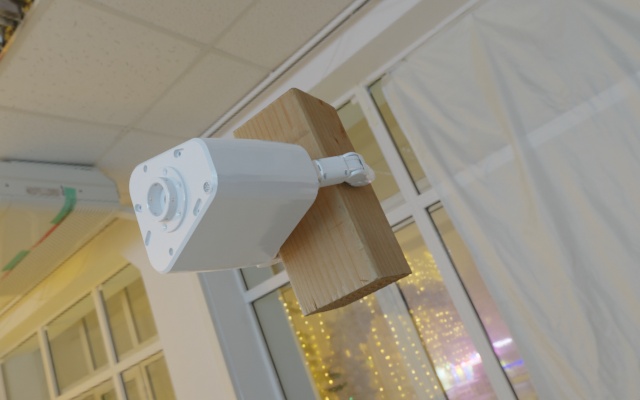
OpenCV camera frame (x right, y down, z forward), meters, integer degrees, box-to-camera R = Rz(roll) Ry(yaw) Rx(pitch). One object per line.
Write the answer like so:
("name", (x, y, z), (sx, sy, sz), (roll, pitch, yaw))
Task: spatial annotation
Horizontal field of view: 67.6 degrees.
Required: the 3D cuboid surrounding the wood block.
("wood block", (0.000, 0.001, 0.494), (0.091, 0.206, 0.090), (-31, -19, 24))
